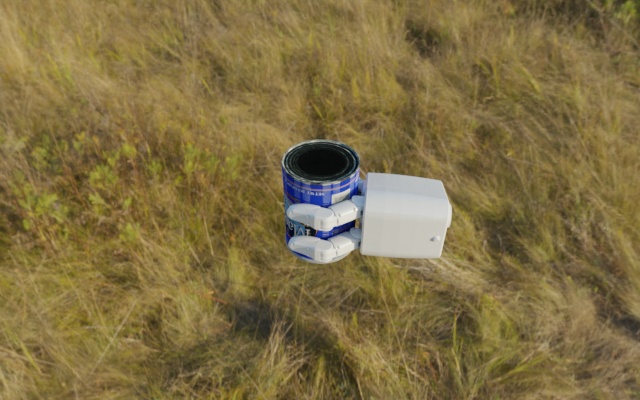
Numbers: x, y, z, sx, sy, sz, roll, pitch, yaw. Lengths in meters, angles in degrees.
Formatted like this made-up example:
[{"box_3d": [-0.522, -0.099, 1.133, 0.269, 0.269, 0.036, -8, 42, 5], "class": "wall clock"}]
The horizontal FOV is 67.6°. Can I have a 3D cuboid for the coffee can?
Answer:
[{"box_3d": [0.000, 0.002, 0.659, 0.103, 0.140, 0.102, 0, 39, 0], "class": "coffee can"}]
